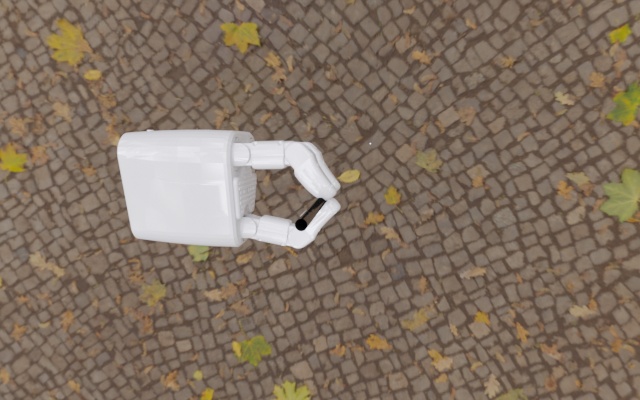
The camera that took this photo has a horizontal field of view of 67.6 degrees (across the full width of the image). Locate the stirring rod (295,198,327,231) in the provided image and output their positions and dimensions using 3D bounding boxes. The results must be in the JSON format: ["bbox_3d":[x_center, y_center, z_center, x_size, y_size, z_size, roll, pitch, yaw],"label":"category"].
[{"bbox_3d":[0.000,0.001,0.420,0.011,0.011,0.239,0,7,6],"label":"stirring rod"}]
